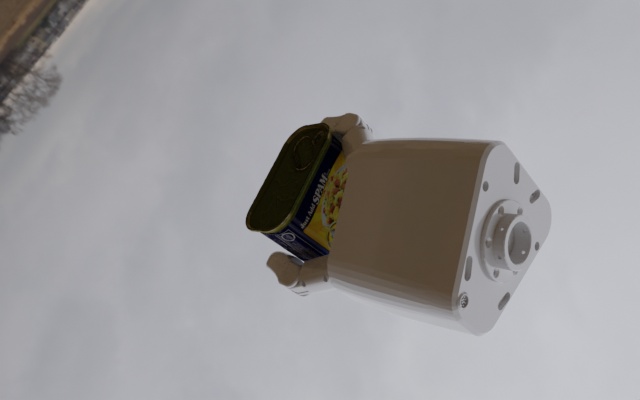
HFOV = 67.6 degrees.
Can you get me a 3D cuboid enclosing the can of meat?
[{"bbox_3d":[0.000,0.002,0.400,0.084,0.102,0.057,39,-23,-33],"label":"can of meat"}]
